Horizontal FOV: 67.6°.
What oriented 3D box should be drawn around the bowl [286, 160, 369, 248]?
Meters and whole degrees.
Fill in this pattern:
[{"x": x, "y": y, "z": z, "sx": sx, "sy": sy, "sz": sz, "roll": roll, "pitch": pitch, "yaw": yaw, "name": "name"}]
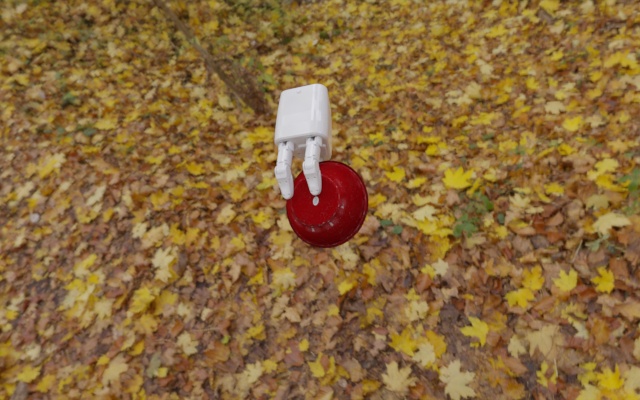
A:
[{"x": 0.000, "y": 0.004, "z": 0.843, "sx": 0.162, "sy": 0.162, "sz": 0.055, "roll": 0, "pitch": -7, "yaw": 23, "name": "bowl"}]
